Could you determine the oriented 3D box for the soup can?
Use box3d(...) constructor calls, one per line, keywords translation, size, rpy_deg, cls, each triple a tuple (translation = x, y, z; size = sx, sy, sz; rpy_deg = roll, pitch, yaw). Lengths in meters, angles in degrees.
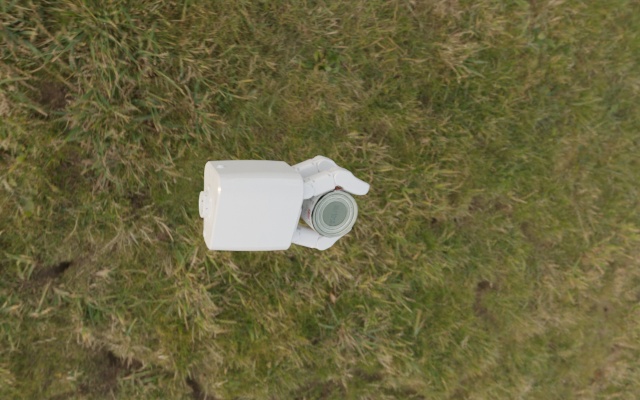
box3d(translation=(0.001, 0.002, 0.663), size=(0.068, 0.068, 0.102), rpy_deg=(0, 19, -24), cls="soup can")
